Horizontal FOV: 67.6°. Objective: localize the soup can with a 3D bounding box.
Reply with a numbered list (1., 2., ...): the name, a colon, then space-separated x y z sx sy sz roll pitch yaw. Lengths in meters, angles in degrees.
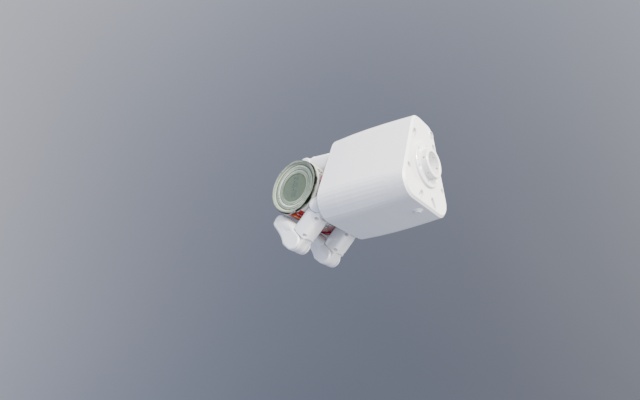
1. soup can: 0.000 0.002 0.576 0.068 0.068 0.102 0 -21 42
